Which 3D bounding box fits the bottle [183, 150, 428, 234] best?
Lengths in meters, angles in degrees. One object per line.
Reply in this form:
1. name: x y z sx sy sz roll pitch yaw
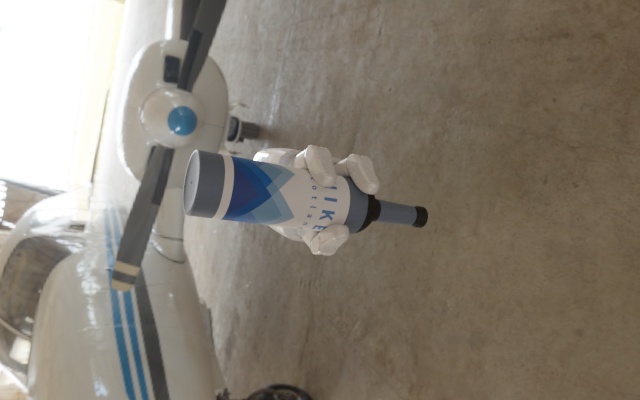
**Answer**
1. bottle: 0.000 0.002 0.543 0.296 0.069 0.069 9 -4 -27
